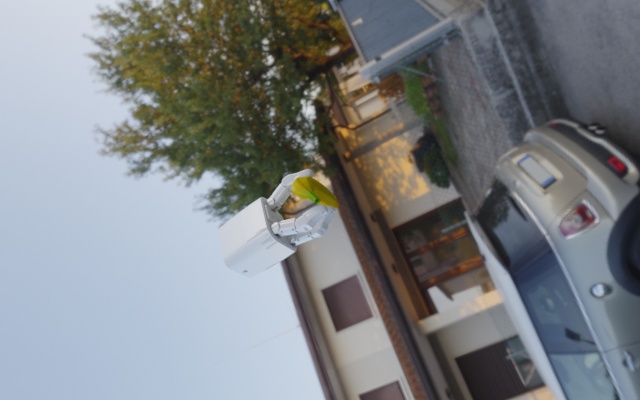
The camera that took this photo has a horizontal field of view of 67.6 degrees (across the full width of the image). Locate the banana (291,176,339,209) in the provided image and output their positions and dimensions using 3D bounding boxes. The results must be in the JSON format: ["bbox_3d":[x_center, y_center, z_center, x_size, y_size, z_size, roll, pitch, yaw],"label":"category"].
[{"bbox_3d":[-0.012,-0.012,0.851,0.037,0.069,0.198,-40,-10,9],"label":"banana"}]
